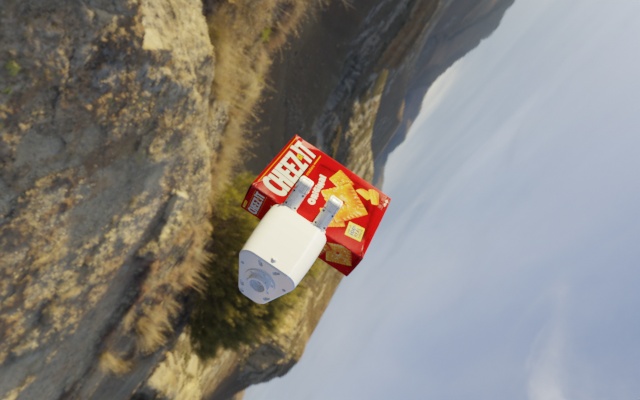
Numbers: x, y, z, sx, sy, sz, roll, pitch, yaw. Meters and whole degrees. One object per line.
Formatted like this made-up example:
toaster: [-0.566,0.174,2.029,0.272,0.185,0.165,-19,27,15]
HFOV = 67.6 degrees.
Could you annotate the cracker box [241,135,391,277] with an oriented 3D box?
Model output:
cracker box: [0.000,0.003,0.821,0.213,0.164,0.072,34,-44,0]
